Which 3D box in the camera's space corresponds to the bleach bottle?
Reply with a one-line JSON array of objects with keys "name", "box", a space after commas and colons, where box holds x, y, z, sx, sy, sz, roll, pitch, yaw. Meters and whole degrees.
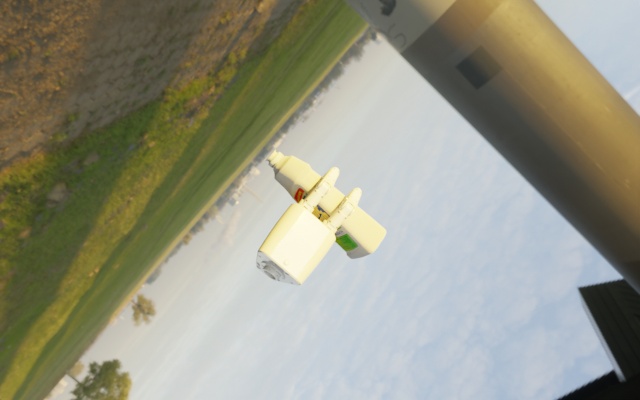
[{"name": "bleach bottle", "box": [0.000, 0.003, 0.879, 0.251, 0.068, 0.102, 41, -24, -9]}]
